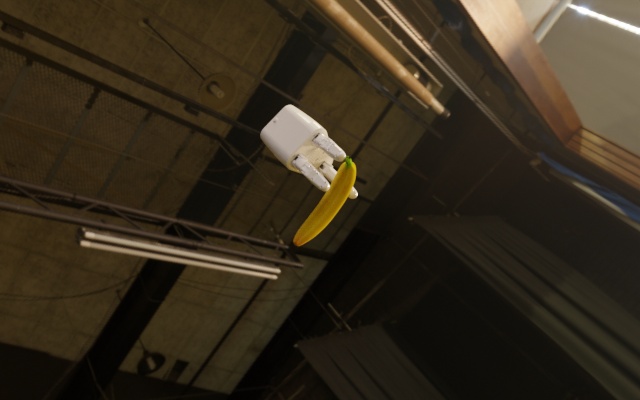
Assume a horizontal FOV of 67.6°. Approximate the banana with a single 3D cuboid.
[{"bbox_3d":[0.014,0.001,0.865,0.069,0.198,0.037,2,35,-50],"label":"banana"}]
